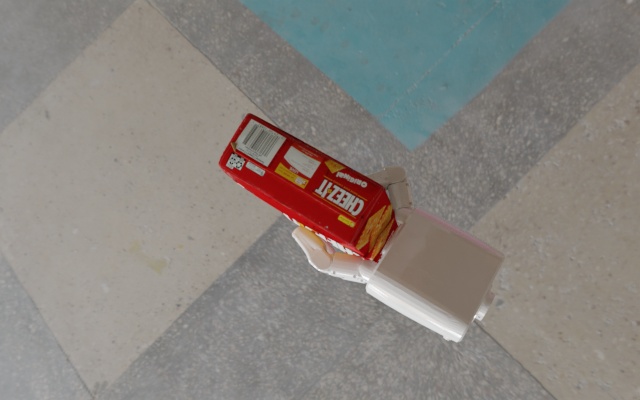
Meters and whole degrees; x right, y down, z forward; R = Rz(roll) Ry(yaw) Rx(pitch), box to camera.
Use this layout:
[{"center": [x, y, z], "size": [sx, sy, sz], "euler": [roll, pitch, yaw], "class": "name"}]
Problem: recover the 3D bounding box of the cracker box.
[{"center": [0.000, 0.002, 0.549], "size": [0.164, 0.072, 0.214], "euler": [30, -6, 18], "class": "cracker box"}]
